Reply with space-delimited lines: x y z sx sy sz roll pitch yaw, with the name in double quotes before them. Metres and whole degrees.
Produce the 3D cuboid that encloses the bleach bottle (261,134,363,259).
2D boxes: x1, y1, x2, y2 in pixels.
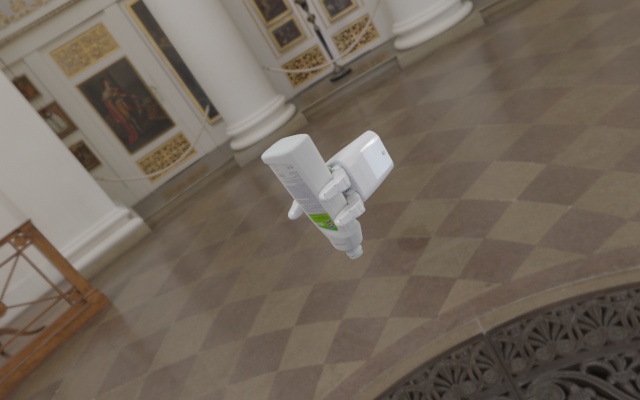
"bleach bottle" 0.000 0.003 0.863 0.068 0.251 0.102 -45 25 -28
